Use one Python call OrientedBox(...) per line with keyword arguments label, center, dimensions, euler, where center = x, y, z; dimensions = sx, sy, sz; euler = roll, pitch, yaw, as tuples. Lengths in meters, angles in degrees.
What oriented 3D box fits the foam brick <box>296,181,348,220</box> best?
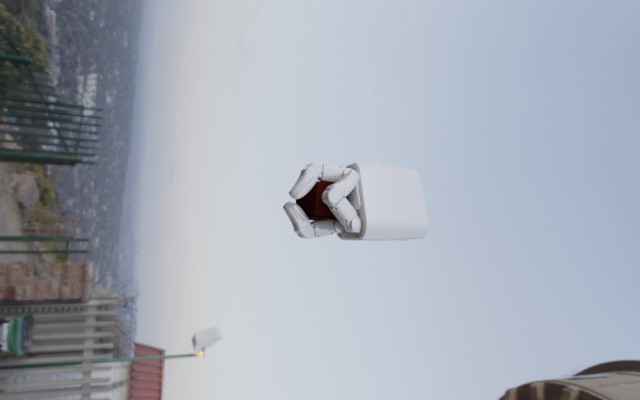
OrientedBox(label="foam brick", center=(0.000, 0.002, 0.698), dimensions=(0.051, 0.053, 0.078), euler=(3, -4, -22))
